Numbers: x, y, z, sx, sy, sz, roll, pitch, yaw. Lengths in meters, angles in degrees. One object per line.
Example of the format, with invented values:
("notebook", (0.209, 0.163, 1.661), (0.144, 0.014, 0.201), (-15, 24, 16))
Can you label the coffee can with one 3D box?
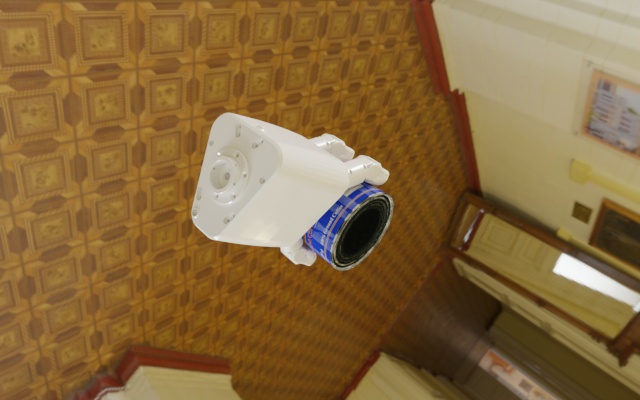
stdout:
("coffee can", (0.000, 0.002, 0.569), (0.140, 0.103, 0.103), (35, 20, 31))
